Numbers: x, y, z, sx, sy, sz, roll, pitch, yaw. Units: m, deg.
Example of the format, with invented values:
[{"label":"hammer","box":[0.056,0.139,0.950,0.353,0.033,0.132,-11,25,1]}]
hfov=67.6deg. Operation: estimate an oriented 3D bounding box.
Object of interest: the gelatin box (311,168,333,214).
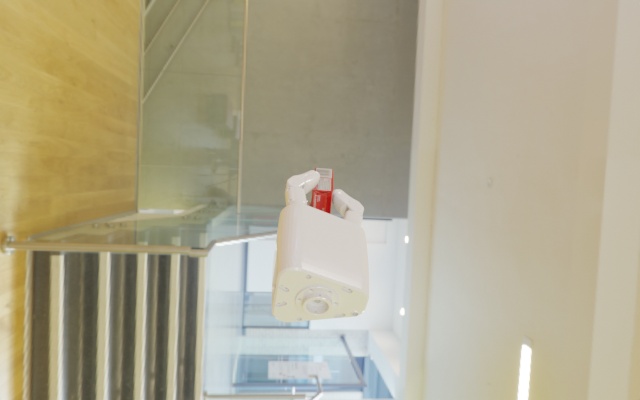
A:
[{"label":"gelatin box","box":[0.001,0.002,0.691,0.030,0.073,0.089,6,25,-1]}]
